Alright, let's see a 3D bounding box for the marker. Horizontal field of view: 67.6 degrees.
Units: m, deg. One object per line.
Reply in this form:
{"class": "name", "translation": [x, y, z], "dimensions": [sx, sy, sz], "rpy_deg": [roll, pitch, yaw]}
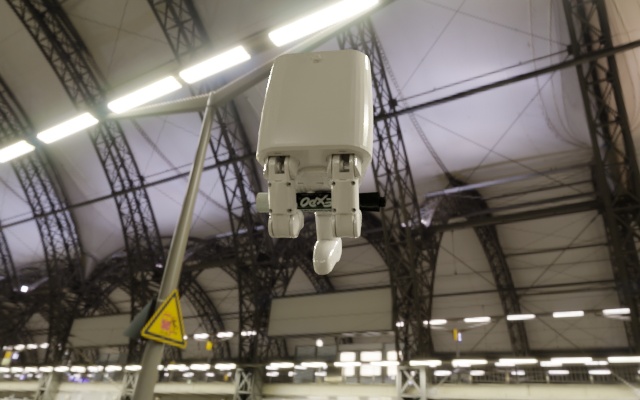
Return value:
{"class": "marker", "translation": [0.000, 0.002, 0.448], "dimensions": [0.121, 0.020, 0.020], "rpy_deg": [-1, 0, 10]}
